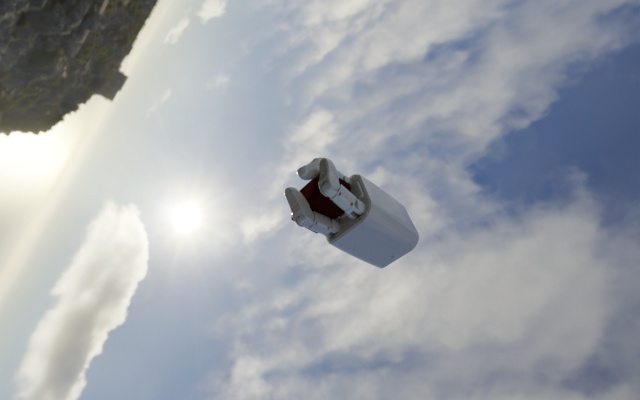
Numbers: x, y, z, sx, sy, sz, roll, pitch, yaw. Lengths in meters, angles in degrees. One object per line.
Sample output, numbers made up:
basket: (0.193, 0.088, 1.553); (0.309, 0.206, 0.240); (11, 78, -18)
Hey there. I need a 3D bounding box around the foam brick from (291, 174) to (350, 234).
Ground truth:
foam brick: (0.000, 0.002, 0.710); (0.051, 0.053, 0.078); (31, -50, -25)
